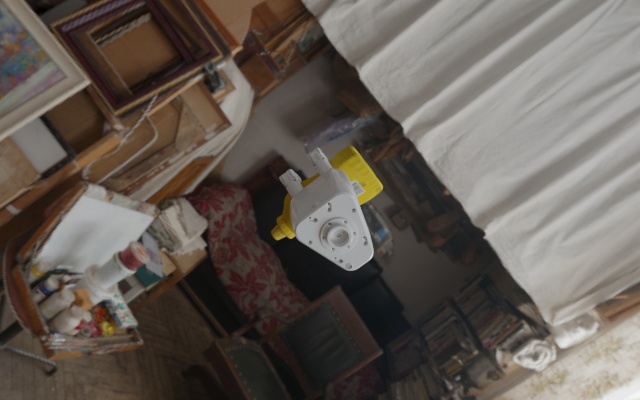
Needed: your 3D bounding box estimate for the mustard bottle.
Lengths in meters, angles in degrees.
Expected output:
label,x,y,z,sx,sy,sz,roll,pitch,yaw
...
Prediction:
label,x,y,z,sx,sy,sz,roll,pitch,yaw
mustard bottle,0.000,0.002,0.769,0.191,0.058,0.096,-37,-49,8
